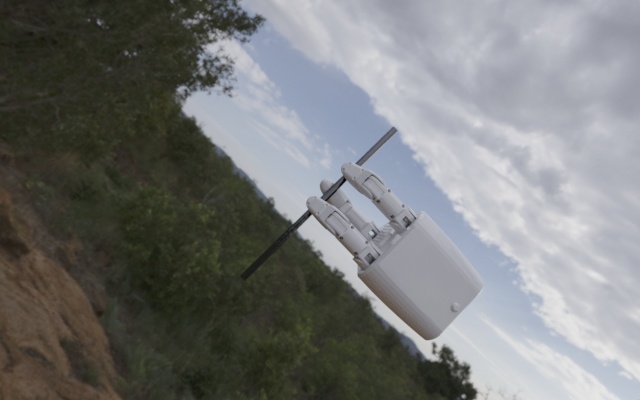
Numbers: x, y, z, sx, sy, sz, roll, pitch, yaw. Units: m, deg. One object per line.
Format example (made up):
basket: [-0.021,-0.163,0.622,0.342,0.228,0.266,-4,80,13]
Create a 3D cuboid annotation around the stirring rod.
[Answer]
stirring rod: [0.000,0.002,0.535,0.239,0.011,0.011,-44,6,-6]
